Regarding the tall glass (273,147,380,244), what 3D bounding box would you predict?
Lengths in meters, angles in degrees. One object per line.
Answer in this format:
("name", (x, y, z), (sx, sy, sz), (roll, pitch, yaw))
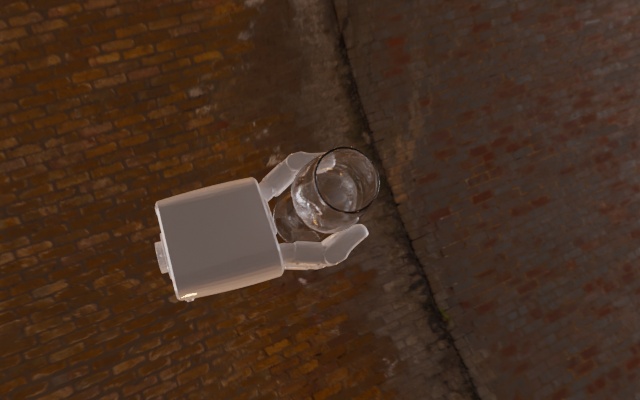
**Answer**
("tall glass", (0.000, 0.002, 0.520), (0.079, 0.079, 0.201), (0, -12, -15))
